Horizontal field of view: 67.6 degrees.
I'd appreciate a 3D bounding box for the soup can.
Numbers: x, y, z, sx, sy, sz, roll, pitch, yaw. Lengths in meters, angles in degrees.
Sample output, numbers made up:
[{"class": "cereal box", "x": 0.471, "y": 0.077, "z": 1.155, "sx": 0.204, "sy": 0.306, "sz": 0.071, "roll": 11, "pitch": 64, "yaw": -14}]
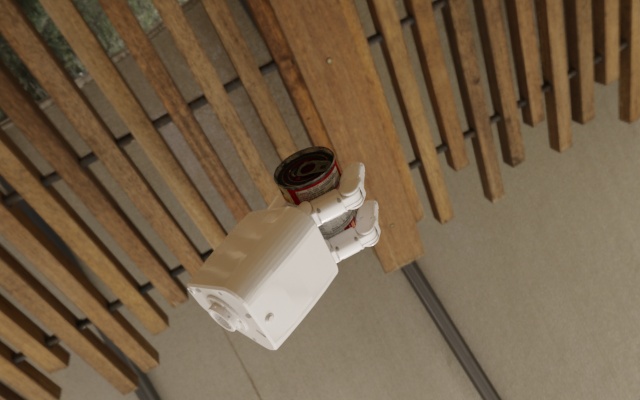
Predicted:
[{"class": "soup can", "x": 0.000, "y": 0.002, "z": 0.523, "sx": 0.068, "sy": 0.102, "sz": 0.068, "roll": -17, "pitch": 36, "yaw": 12}]
